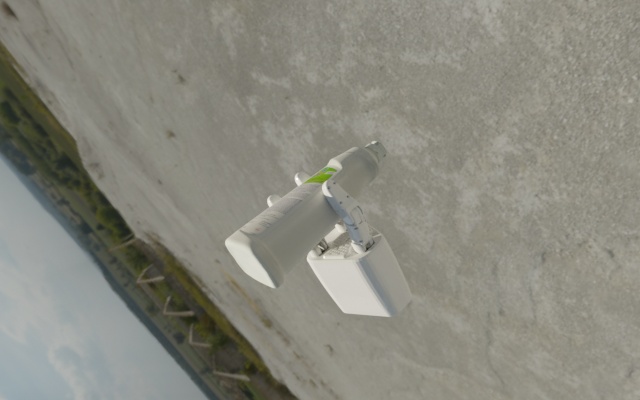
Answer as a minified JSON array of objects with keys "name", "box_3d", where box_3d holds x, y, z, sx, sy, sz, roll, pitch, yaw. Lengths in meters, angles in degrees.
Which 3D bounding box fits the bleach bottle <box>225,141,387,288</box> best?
[{"name":"bleach bottle","box_3d":[0.000,0.002,0.622,0.250,0.068,0.102,-40,24,-23]}]
